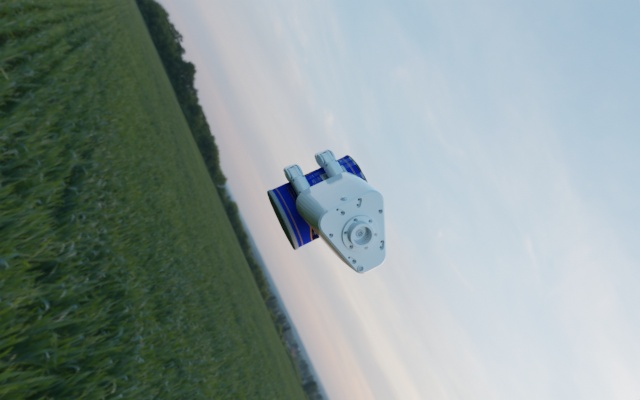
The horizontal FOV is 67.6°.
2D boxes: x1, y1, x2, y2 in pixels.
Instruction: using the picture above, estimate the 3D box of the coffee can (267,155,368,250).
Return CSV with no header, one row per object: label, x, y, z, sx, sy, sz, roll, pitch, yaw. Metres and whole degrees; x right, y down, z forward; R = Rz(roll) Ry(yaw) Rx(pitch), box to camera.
coffee can,0.000,0.003,0.757,0.140,0.103,0.103,-25,4,-9
